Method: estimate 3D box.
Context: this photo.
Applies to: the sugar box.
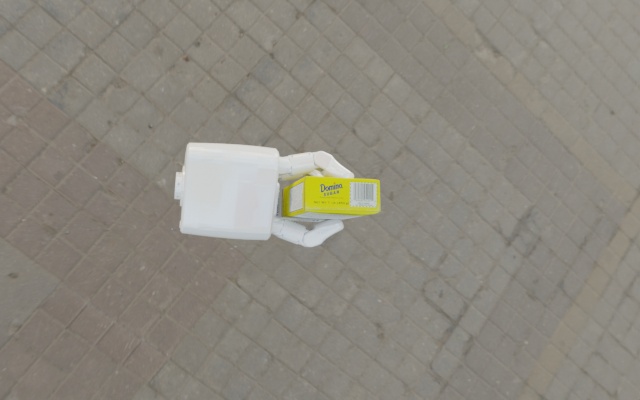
[{"bbox_3d":[0.000,0.001,0.617,0.093,0.048,0.176,3,-4,-18],"label":"sugar box"}]
